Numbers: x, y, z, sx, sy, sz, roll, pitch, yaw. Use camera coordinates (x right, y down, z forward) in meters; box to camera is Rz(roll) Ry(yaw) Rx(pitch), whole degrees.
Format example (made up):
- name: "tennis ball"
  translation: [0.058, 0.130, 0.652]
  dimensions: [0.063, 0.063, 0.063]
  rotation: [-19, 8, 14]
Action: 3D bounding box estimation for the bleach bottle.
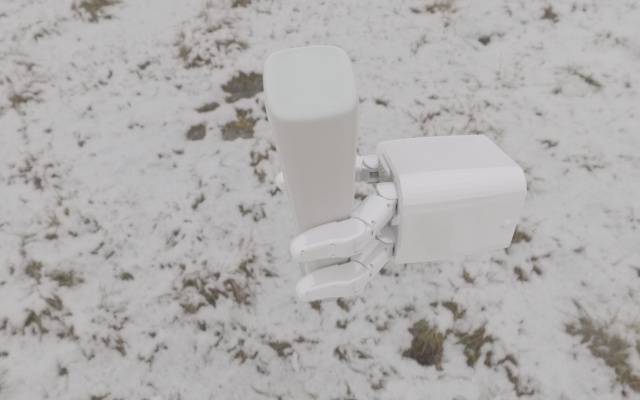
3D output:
- name: "bleach bottle"
  translation: [0.000, 0.001, 0.426]
  dimensions: [0.068, 0.251, 0.102]
  rotation: [-7, 45, -1]
